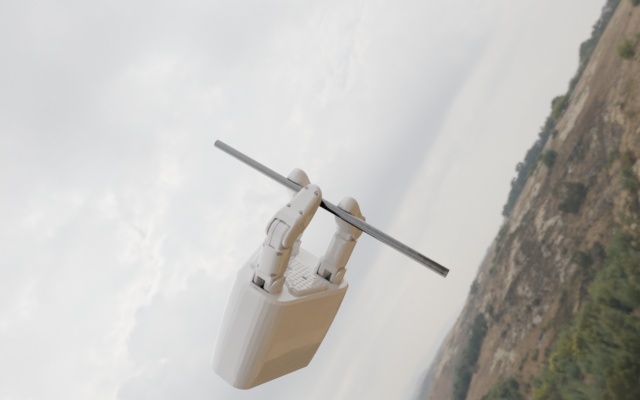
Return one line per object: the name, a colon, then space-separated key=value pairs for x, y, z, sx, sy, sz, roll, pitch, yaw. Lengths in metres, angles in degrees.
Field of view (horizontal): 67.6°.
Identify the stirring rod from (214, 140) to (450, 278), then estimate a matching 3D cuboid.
stirring rod: x=0.000 y=0.001 z=0.411 sx=0.239 sy=0.011 sz=0.011 roll=29 pitch=11 yaw=20
